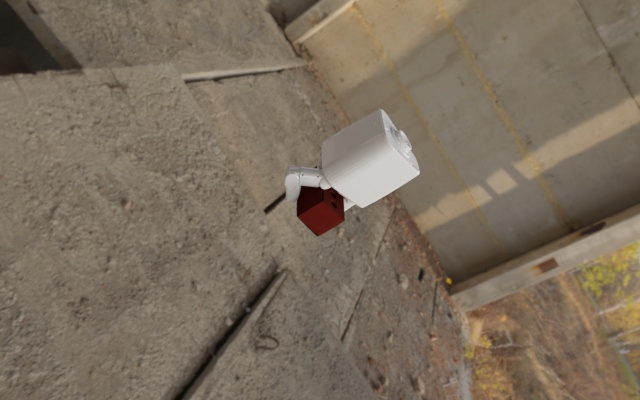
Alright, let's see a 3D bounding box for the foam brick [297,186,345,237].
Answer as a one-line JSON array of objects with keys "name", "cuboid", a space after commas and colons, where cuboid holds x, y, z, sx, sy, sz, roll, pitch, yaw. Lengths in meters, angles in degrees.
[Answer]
[{"name": "foam brick", "cuboid": [0.000, 0.003, 0.717, 0.051, 0.078, 0.053, -30, -54, 23]}]
